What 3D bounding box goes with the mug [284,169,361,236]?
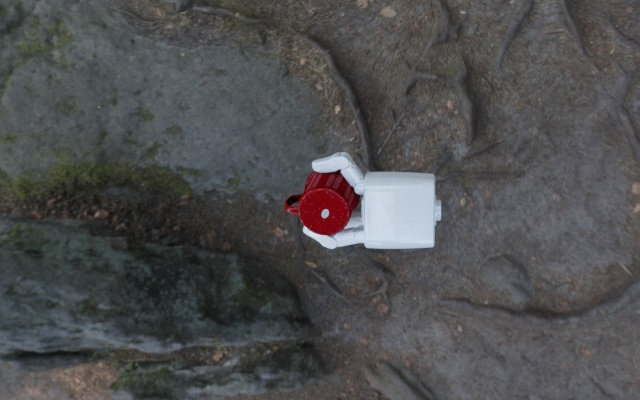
[{"bbox_3d":[-0.001,0.002,0.746,0.117,0.093,0.081,-1,23,12],"label":"mug"}]
